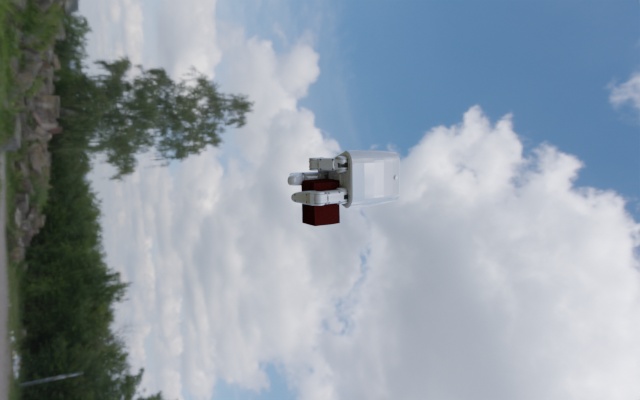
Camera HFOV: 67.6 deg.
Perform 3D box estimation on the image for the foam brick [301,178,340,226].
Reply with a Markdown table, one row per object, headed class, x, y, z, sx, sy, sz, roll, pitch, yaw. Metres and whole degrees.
| class | x | y | z | sx | sy | sz | roll | pitch | yaw |
| --- | --- | --- | --- | --- | --- | --- | --- | --- | --- |
| foam brick | 0.000 | 0.003 | 0.840 | 0.051 | 0.078 | 0.053 | -5 | 9 | -28 |
